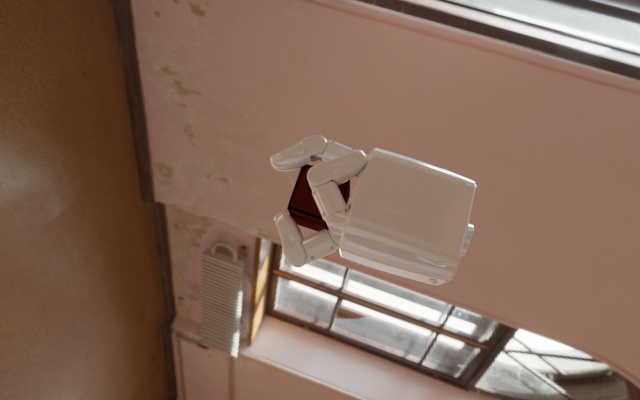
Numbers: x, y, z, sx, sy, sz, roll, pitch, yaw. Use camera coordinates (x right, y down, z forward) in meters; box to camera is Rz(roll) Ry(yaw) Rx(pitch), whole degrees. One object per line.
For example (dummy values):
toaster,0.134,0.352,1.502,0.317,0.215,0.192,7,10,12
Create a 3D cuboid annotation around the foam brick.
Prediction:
foam brick,0.000,0.002,0.515,0.051,0.053,0.078,17,-12,7
